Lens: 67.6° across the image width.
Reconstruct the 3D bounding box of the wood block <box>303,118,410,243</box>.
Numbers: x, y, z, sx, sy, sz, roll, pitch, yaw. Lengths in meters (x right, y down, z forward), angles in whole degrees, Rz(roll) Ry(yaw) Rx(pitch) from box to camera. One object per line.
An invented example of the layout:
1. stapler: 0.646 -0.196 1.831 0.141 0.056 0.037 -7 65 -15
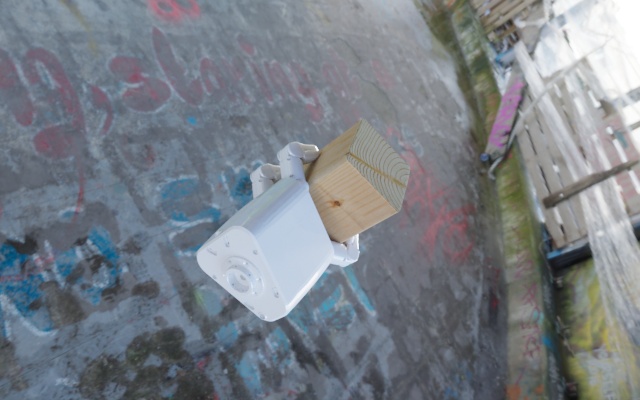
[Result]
1. wood block: 0.000 0.002 0.605 0.206 0.091 0.090 -32 22 37
